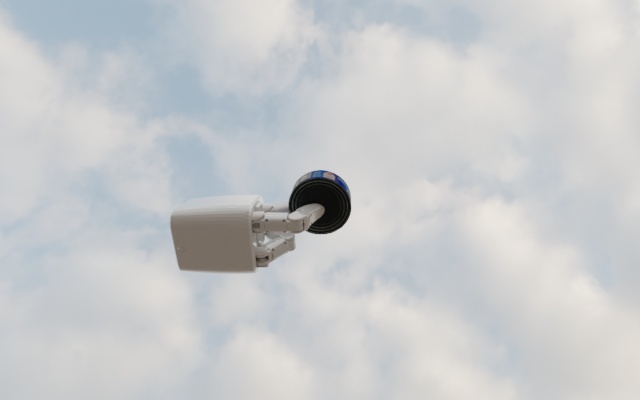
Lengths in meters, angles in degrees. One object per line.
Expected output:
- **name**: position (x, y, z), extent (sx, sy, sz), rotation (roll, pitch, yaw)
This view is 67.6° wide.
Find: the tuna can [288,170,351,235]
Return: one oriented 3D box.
- **tuna can**: position (0.000, 0.002, 0.660), extent (0.086, 0.086, 0.033), rotation (0, 25, 5)
